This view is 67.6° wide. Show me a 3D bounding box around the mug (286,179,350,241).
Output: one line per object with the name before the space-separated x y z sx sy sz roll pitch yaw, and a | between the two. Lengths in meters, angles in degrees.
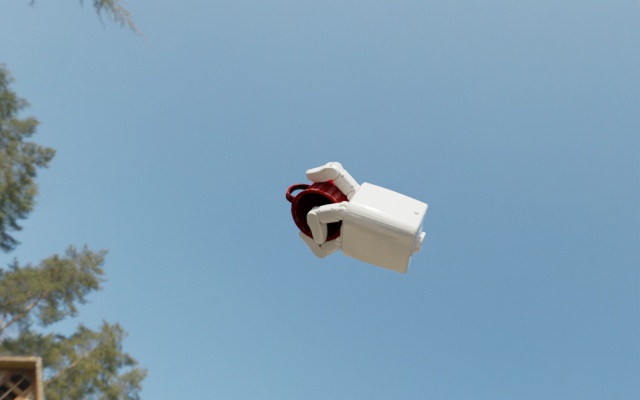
mug | -0.001 0.002 0.781 0.117 0.093 0.081 20 34 15
